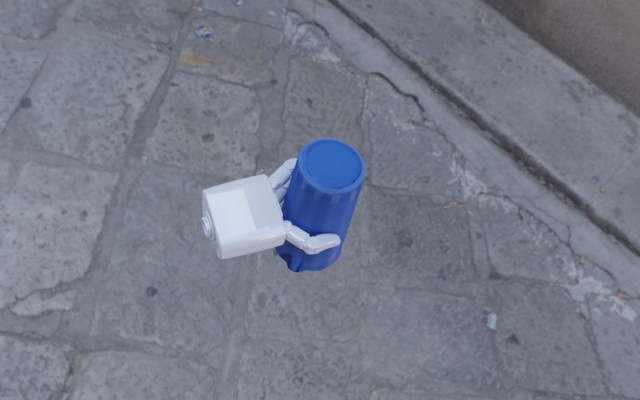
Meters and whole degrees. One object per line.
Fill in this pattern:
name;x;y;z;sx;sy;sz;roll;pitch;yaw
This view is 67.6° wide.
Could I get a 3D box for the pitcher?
pitcher;0.000;0.003;0.823;0.145;0.149;0.243;-13;-31;-21
